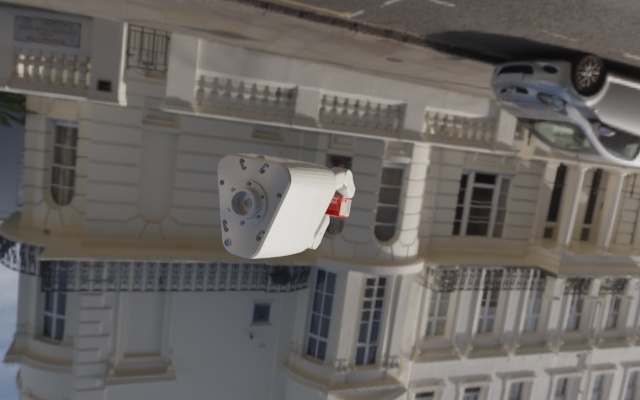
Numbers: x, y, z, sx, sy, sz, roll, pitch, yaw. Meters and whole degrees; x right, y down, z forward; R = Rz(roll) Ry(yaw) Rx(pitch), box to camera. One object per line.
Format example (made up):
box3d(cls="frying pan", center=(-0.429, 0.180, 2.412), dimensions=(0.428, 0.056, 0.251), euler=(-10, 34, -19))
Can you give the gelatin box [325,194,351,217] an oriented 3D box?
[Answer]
box3d(cls="gelatin box", center=(0.000, 0.003, 0.666), dimensions=(0.073, 0.030, 0.089), euler=(11, 0, 12))
